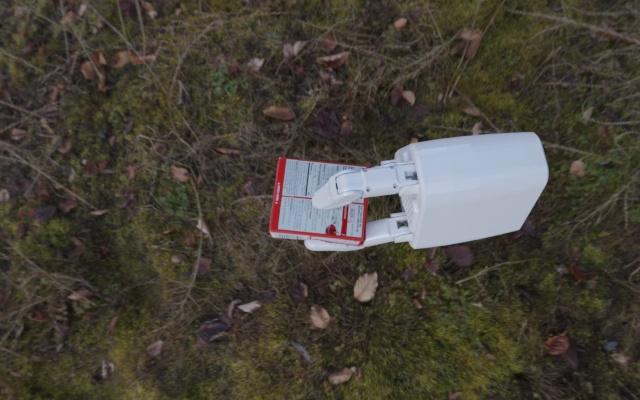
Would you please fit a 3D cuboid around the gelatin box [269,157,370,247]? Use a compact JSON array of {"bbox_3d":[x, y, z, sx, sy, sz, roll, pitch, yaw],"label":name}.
[{"bbox_3d":[0.000,0.001,0.451,0.089,0.073,0.030,6,-16,-1],"label":"gelatin box"}]
